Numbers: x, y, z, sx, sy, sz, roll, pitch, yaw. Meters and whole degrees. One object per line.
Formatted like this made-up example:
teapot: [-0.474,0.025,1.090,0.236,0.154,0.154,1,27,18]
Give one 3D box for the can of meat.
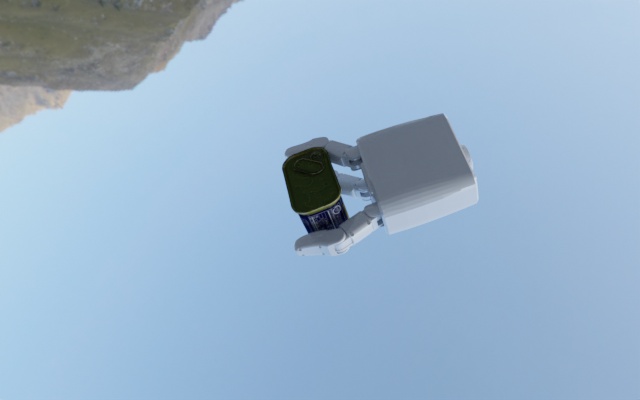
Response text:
can of meat: [0.000,0.002,0.561,0.057,0.102,0.084,-21,-46,3]
